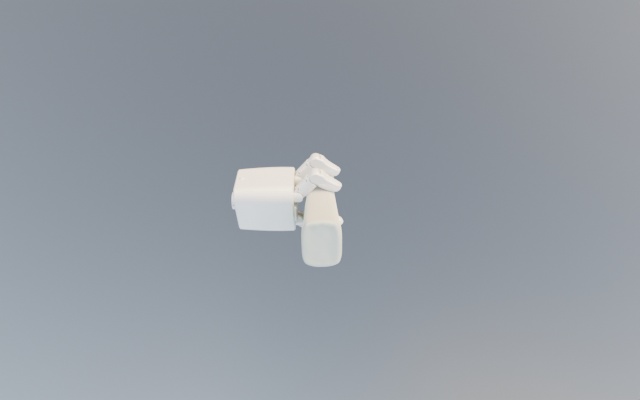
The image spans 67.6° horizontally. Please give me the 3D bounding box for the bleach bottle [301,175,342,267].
[{"bbox_3d":[0.000,0.003,0.887,0.068,0.103,0.250,-1,34,-1],"label":"bleach bottle"}]
